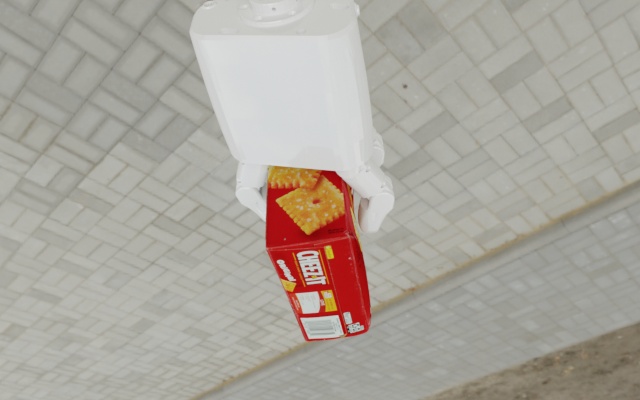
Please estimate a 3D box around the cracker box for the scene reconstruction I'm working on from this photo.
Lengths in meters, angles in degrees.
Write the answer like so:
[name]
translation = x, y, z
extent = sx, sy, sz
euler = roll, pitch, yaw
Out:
[cracker box]
translation = 0.000, 0.002, 0.463
extent = 0.072, 0.213, 0.164
euler = -8, -41, 6
